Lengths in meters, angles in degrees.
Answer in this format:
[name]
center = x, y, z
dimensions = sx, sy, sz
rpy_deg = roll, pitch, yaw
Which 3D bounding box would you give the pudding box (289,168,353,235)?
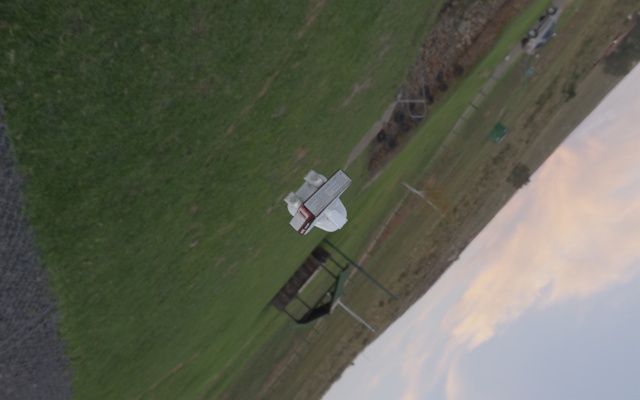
[pudding box]
center = 0.000, 0.003, 0.870
dimensions = 0.113, 0.039, 0.090
rpy_deg = -47, -4, -31
